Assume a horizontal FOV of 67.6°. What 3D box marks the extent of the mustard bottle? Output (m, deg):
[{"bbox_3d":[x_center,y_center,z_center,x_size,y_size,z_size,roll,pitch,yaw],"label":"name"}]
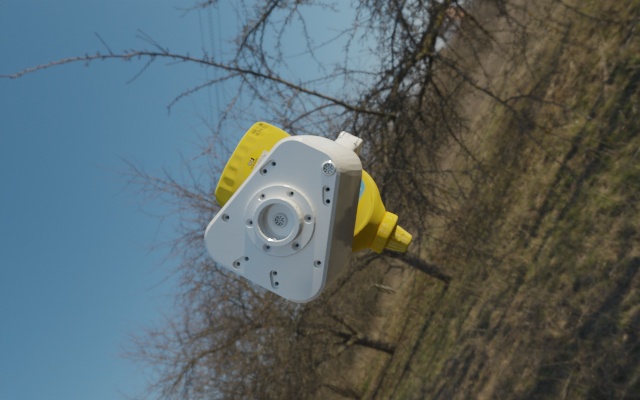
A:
[{"bbox_3d":[0.000,0.001,0.475,0.191,0.096,0.058,25,-15,8],"label":"mustard bottle"}]
